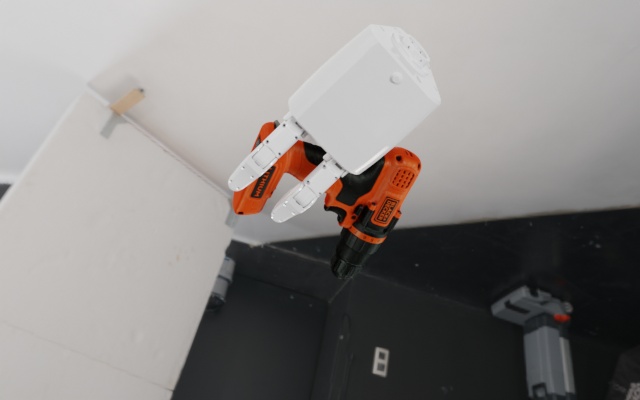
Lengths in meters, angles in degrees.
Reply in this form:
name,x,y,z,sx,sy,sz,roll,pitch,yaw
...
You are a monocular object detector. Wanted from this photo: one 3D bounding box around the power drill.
name,x,y,z,sx,sy,sz,roll,pitch,yaw
power drill,0.000,0.001,0.547,0.188,0.184,0.057,17,25,-21
